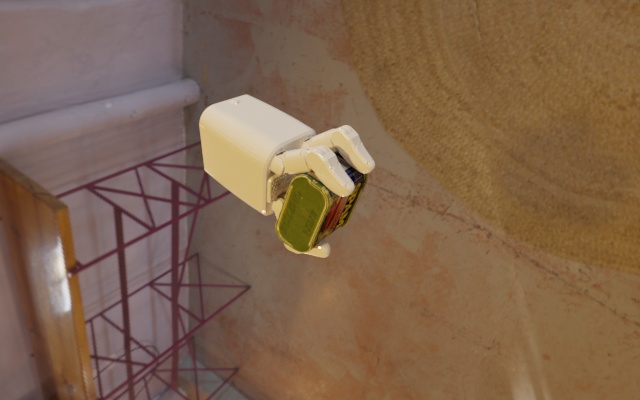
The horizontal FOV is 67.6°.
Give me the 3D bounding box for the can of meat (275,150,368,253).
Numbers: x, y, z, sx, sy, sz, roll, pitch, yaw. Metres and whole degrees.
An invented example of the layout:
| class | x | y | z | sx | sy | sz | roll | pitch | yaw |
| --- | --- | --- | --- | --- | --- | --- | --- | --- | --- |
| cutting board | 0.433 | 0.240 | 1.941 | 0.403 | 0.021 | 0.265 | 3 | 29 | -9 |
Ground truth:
| class | x | y | z | sx | sy | sz | roll | pitch | yaw |
| --- | --- | --- | --- | --- | --- | --- | --- | --- | --- |
| can of meat | 0.000 | 0.002 | 0.550 | 0.057 | 0.102 | 0.084 | 35 | 38 | 17 |
